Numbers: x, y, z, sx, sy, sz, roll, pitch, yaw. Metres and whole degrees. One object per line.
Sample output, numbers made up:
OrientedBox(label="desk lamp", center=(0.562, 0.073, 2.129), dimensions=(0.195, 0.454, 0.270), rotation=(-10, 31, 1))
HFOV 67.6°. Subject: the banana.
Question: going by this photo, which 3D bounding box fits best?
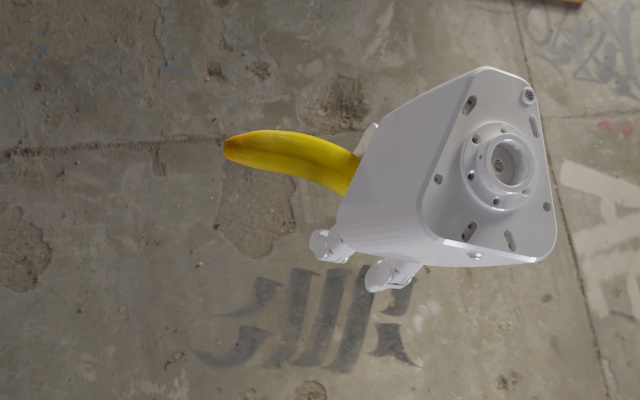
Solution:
OrientedBox(label="banana", center=(0.013, -0.012, 0.416), dimensions=(0.198, 0.069, 0.037), rotation=(37, -12, -13))
